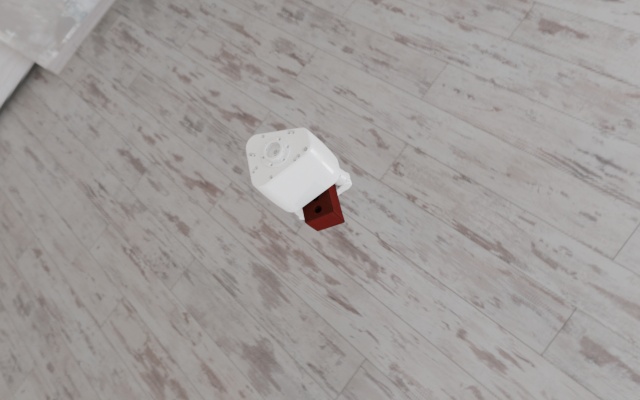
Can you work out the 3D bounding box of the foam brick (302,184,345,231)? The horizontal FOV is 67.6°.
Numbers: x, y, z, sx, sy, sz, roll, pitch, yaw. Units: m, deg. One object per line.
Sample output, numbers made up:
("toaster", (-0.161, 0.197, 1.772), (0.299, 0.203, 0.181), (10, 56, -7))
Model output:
("foam brick", (0.000, 0.003, 0.786), (0.053, 0.078, 0.051), (-21, -26, 15))
